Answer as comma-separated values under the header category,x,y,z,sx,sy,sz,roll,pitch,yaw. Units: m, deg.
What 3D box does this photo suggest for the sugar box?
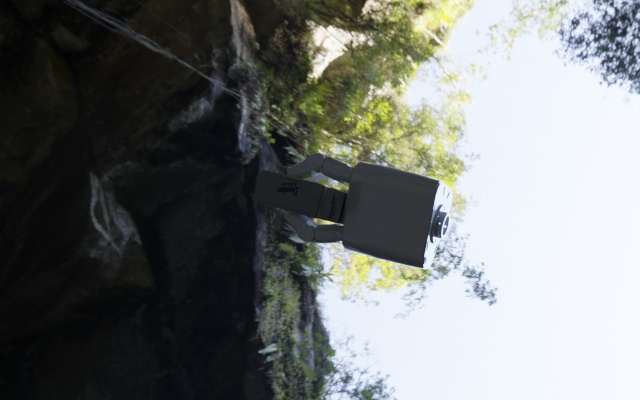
category,x,y,z,sx,sy,sz,roll,pitch,yaw
sugar box,0.000,0.002,0.628,0.093,0.048,0.176,15,-3,27
